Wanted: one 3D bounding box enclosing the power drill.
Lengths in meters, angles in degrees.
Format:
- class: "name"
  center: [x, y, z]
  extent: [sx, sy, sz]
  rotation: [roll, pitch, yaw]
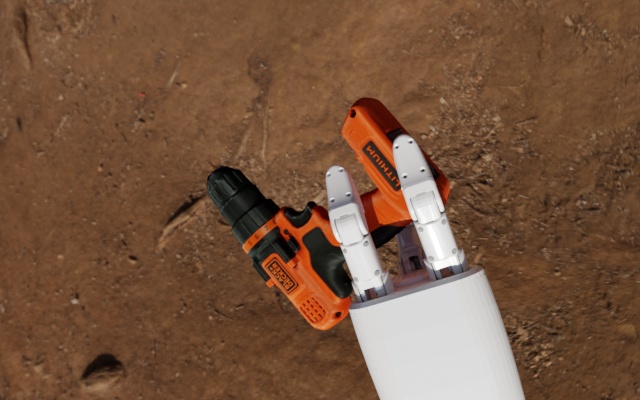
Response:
- class: "power drill"
  center: [0.000, 0.001, 0.415]
  extent: [0.188, 0.184, 0.057]
  rotation: [-44, -4, 33]
